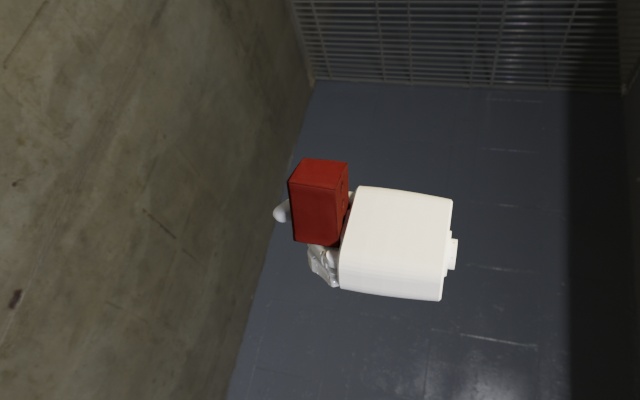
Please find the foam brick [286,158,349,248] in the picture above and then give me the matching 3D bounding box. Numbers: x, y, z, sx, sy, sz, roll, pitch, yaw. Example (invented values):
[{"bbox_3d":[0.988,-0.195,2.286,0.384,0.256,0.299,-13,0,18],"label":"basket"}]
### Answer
[{"bbox_3d":[0.000,0.001,0.503,0.051,0.078,0.053,7,37,16],"label":"foam brick"}]
